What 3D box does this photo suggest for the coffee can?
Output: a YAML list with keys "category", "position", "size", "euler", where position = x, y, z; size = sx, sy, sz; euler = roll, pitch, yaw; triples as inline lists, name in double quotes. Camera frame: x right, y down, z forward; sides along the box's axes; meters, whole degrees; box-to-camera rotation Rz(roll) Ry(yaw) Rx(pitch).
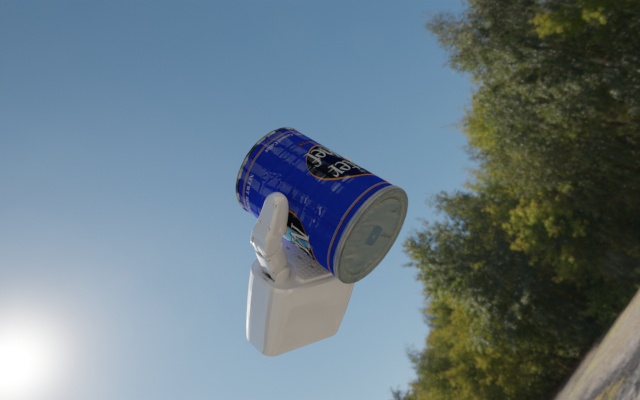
- category: "coffee can"
  position: [0.000, 0.001, 0.475]
  size: [0.140, 0.103, 0.103]
  euler: [33, 18, 30]
